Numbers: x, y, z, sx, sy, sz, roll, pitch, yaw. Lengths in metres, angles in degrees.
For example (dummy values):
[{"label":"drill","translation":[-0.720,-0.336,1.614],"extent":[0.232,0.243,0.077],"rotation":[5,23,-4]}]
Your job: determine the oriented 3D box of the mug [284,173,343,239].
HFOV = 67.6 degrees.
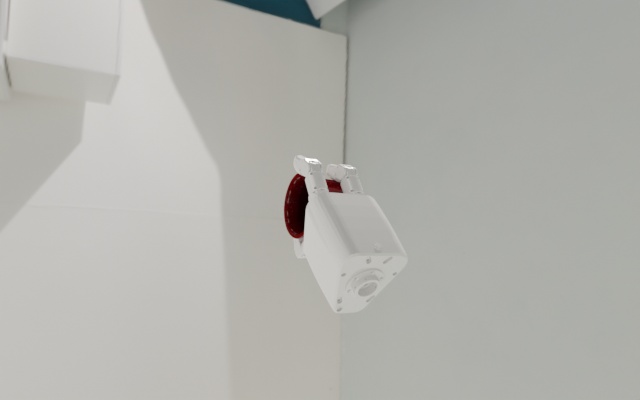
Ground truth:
[{"label":"mug","translation":[0.000,0.001,0.690],"extent":[0.081,0.093,0.117],"rotation":[6,38,-29]}]
